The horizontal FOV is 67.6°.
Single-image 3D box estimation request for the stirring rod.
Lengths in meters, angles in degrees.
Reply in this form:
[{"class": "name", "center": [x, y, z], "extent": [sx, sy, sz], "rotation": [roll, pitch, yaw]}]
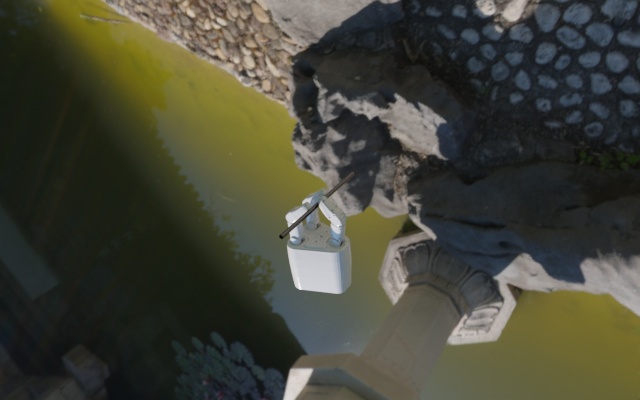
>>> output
[{"class": "stirring rod", "center": [0.000, 0.003, 0.856], "extent": [0.011, 0.011, 0.239], "rotation": [0, 28, 37]}]
